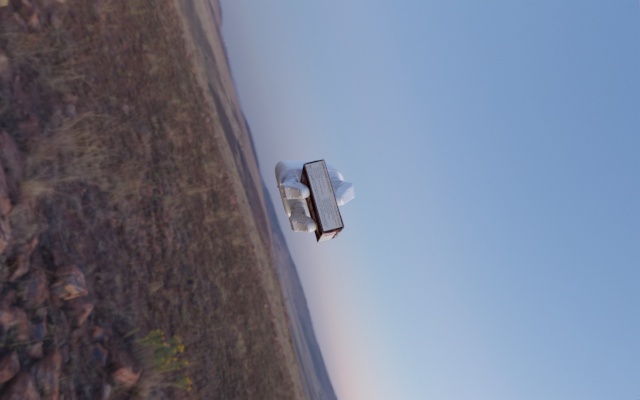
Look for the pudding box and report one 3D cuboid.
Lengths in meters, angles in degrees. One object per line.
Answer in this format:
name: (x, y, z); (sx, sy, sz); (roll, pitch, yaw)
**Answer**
pudding box: (0.000, 0.002, 0.745); (0.039, 0.113, 0.090); (-16, -11, -8)
